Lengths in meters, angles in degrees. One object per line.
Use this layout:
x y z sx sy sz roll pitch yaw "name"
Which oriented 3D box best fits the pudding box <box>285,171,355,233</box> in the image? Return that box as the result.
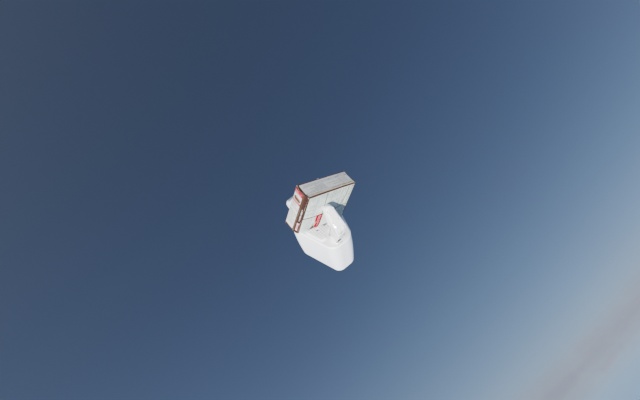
0.000 0.003 0.842 0.113 0.090 0.039 -21 53 -38 "pudding box"
